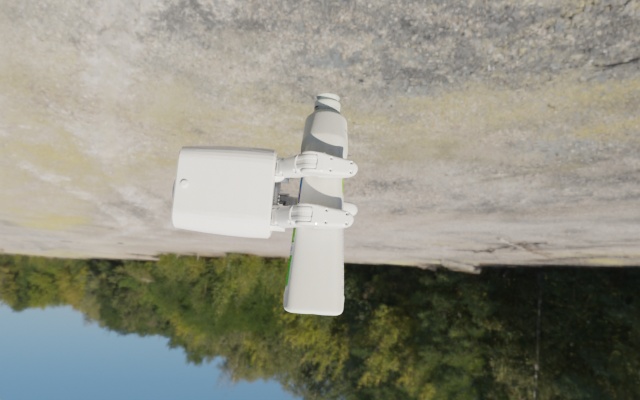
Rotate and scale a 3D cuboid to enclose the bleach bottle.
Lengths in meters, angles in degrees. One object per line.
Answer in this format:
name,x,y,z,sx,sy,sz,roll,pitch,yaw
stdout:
bleach bottle,0.000,0.002,0.556,0.068,0.250,0.102,4,-10,-1
